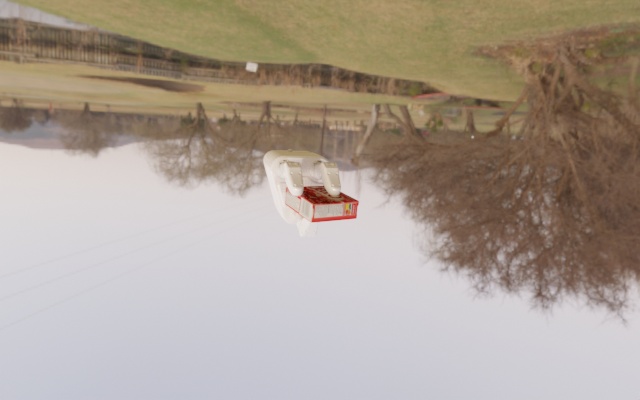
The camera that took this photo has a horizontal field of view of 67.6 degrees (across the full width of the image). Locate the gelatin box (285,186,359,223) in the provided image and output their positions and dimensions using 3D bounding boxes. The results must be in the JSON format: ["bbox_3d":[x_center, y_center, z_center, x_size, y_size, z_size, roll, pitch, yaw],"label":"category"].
[{"bbox_3d":[0.000,0.003,0.679,0.073,0.030,0.089,-3,18,-28],"label":"gelatin box"}]
